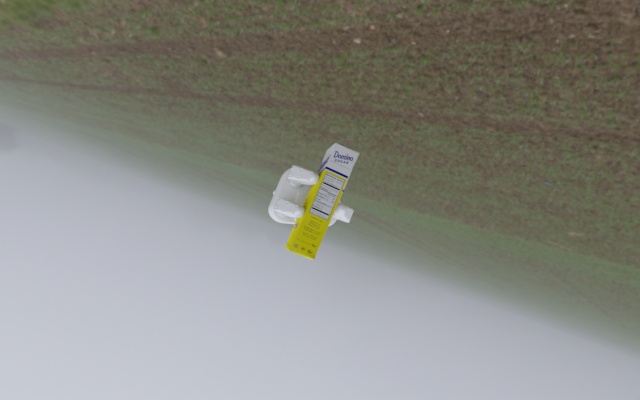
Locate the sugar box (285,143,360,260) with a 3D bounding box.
[{"bbox_3d":[0.000,0.002,0.741,0.048,0.176,0.093,21,-6,-7],"label":"sugar box"}]
